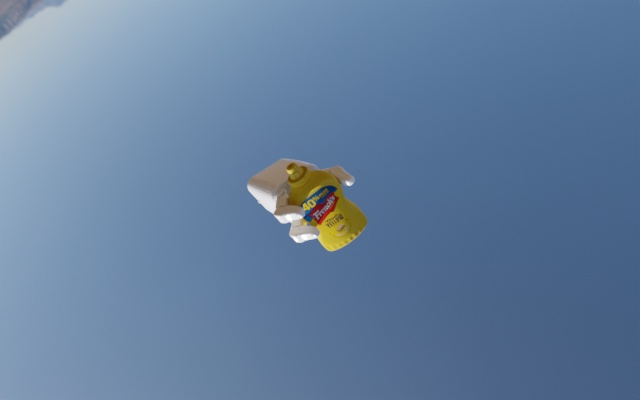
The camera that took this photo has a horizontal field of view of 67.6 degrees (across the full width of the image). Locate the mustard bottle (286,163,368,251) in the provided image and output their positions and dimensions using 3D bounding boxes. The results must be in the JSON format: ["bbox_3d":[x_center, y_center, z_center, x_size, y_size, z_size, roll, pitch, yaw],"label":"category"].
[{"bbox_3d":[0.000,0.003,0.851,0.096,0.192,0.058,-37,35,5],"label":"mustard bottle"}]
